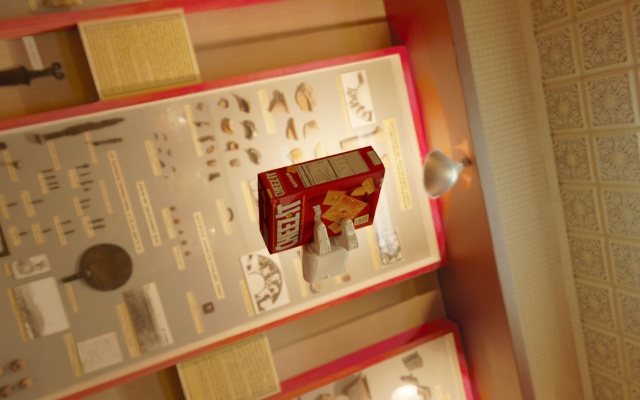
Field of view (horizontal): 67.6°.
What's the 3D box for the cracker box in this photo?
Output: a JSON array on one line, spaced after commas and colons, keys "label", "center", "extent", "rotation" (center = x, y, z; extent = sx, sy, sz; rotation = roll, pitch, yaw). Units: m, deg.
[{"label": "cracker box", "center": [0.000, 0.003, 0.854], "extent": [0.213, 0.072, 0.164], "rotation": [-16, -36, -17]}]
